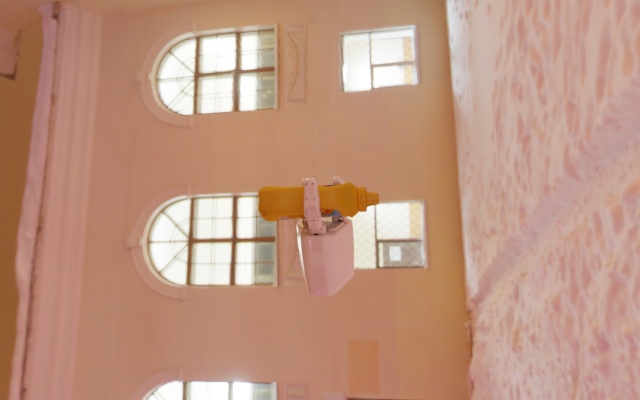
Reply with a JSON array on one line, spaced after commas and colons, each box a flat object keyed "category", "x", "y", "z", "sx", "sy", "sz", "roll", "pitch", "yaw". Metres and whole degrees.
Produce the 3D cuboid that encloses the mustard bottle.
[{"category": "mustard bottle", "x": 0.000, "y": 0.002, "z": 0.786, "sx": 0.191, "sy": 0.058, "sz": 0.096, "roll": -2, "pitch": -11, "yaw": 10}]
